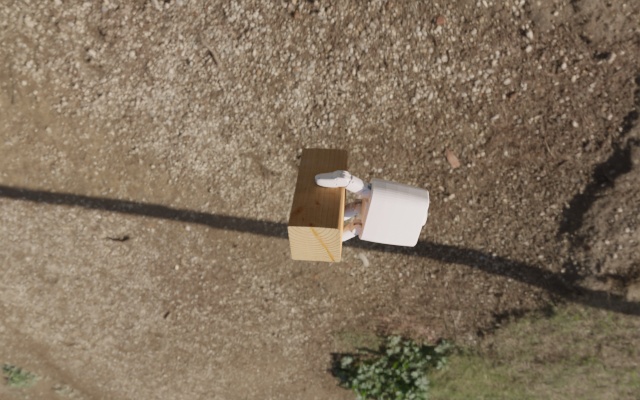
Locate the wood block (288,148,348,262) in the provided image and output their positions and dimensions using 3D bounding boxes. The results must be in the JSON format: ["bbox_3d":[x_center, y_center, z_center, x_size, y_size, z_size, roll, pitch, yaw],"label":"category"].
[{"bbox_3d":[0.001,0.003,0.886,0.090,0.206,0.091,3,-45,5],"label":"wood block"}]
